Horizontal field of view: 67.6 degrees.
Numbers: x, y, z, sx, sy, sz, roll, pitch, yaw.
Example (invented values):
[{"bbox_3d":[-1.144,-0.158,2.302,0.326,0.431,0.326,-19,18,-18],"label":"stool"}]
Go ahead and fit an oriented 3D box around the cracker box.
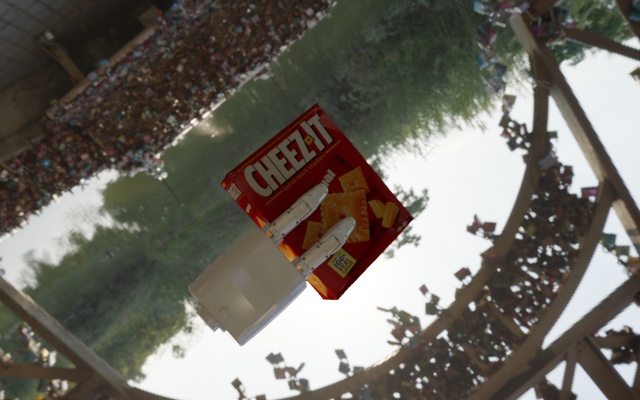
[{"bbox_3d":[0.000,0.002,0.646,0.164,0.214,0.072,-42,5,-21],"label":"cracker box"}]
